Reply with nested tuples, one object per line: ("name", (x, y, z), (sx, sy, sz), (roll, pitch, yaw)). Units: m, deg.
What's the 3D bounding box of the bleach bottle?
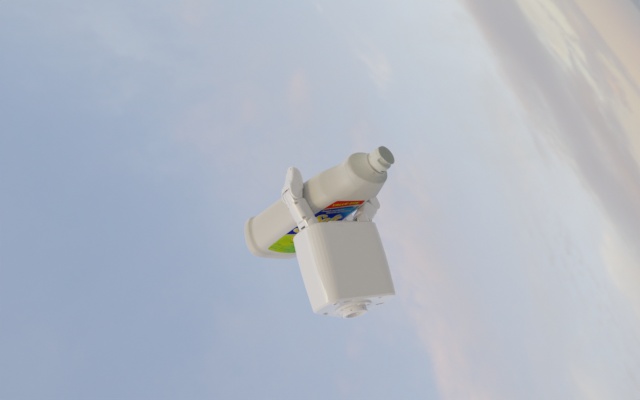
("bleach bottle", (0.000, 0.002, 0.679), (0.102, 0.068, 0.251), (11, -37, -40))
